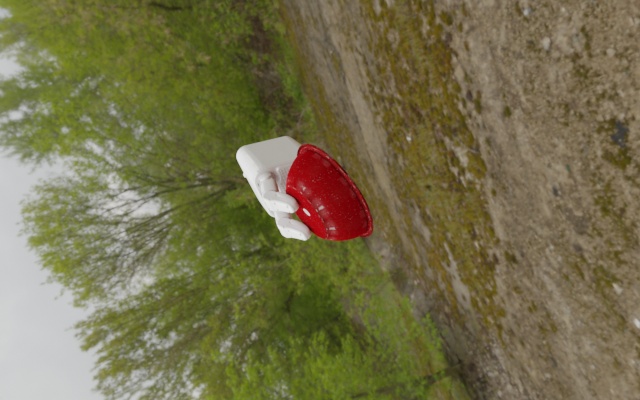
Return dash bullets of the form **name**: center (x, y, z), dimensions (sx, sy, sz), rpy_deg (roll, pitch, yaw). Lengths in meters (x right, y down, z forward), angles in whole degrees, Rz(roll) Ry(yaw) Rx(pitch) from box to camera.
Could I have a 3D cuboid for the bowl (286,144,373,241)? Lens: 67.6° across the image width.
- **bowl**: center (0.000, 0.003, 0.673), dimensions (0.055, 0.162, 0.162), rpy_deg (-38, 14, -19)
